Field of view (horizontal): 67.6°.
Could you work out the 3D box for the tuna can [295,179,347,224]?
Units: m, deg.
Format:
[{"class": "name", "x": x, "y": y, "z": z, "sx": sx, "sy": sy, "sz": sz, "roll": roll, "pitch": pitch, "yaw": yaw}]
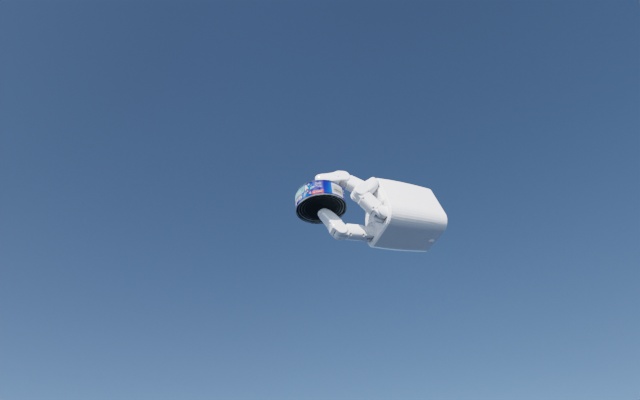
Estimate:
[{"class": "tuna can", "x": 0.000, "y": 0.002, "z": 0.806, "sx": 0.086, "sy": 0.033, "sz": 0.086, "roll": -4, "pitch": -36, "yaw": -3}]
